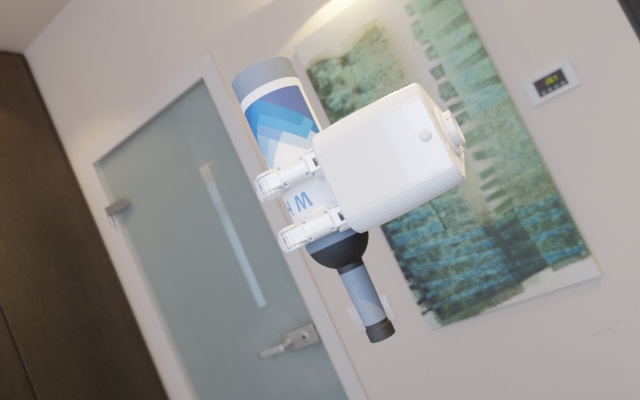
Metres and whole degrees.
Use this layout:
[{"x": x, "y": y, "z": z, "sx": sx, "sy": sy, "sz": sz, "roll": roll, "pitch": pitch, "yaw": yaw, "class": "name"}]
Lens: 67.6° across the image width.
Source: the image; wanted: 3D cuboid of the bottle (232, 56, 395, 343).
[{"x": 0.000, "y": 0.001, "z": 0.482, "sx": 0.069, "sy": 0.295, "sz": 0.069, "roll": -25, "pitch": -5, "yaw": -2, "class": "bottle"}]
